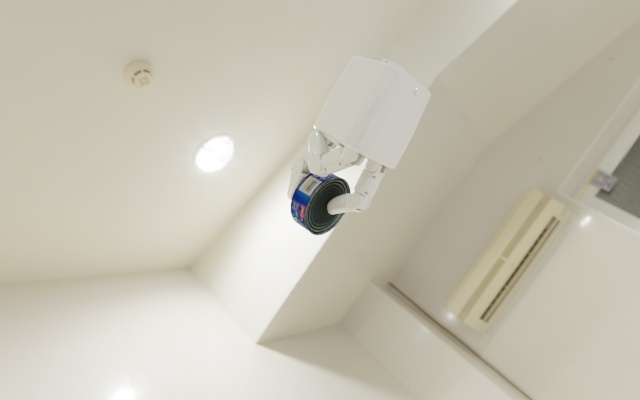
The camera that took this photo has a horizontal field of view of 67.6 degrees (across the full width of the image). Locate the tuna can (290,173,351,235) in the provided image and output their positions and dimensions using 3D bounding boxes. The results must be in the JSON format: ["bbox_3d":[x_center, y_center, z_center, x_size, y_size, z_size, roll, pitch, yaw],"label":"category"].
[{"bbox_3d":[0.000,0.002,0.652,0.033,0.086,0.086,31,19,36],"label":"tuna can"}]
